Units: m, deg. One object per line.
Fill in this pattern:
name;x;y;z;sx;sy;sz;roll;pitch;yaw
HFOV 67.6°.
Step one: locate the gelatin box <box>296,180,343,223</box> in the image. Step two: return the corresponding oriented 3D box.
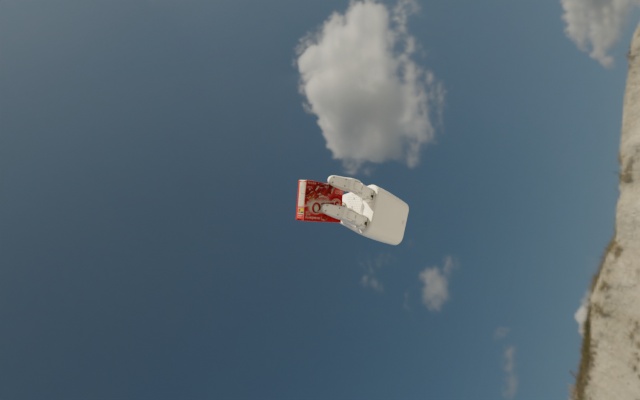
gelatin box;0.000;0.003;0.878;0.089;0.073;0.030;6;-2;-37
